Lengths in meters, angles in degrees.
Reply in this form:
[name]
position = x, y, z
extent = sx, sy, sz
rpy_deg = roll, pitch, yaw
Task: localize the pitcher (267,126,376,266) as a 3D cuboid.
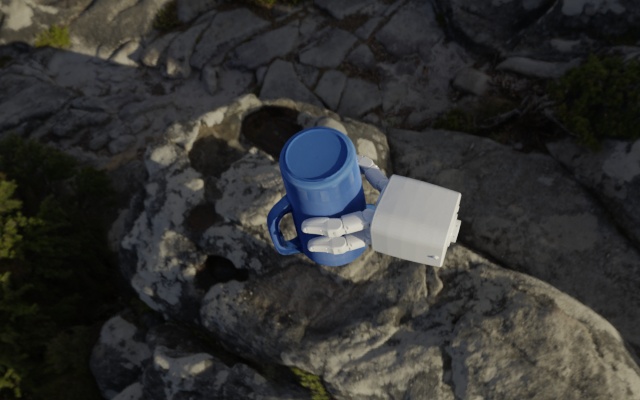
[pitcher]
position = 0.000, 0.002, 0.751
extent = 0.145, 0.149, 0.243
rpy_deg = 17, -27, 18
